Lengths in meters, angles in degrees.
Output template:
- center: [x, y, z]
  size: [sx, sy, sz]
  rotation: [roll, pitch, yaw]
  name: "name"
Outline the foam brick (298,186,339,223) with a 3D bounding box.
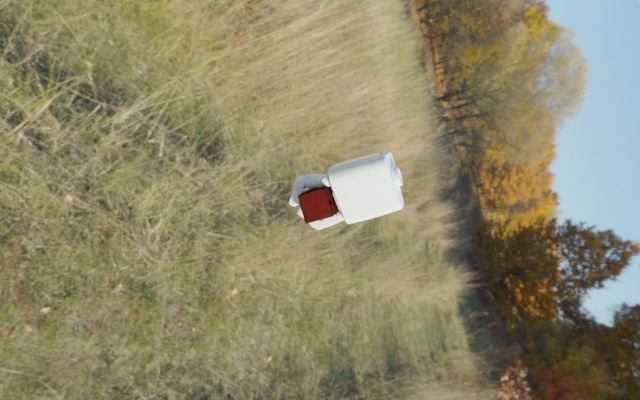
- center: [0.000, 0.003, 0.857]
  size: [0.051, 0.053, 0.078]
  rotation: [-14, 7, 18]
  name: "foam brick"
